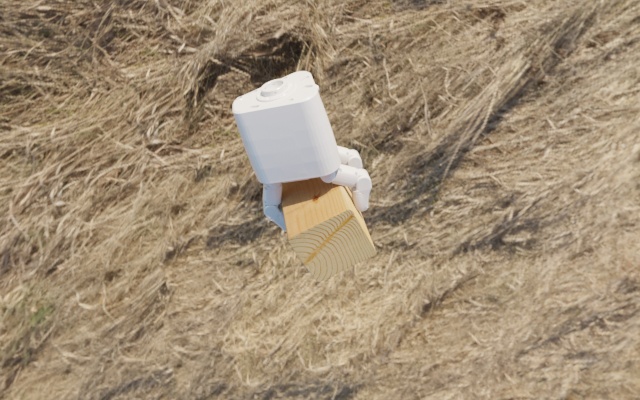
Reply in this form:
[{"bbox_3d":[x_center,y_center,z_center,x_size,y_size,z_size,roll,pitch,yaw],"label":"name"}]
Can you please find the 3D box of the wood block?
[{"bbox_3d":[0.000,0.002,0.687,0.091,0.090,0.206,-27,35,8],"label":"wood block"}]
